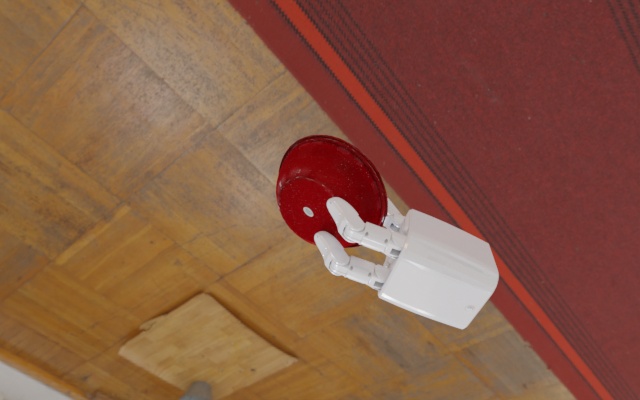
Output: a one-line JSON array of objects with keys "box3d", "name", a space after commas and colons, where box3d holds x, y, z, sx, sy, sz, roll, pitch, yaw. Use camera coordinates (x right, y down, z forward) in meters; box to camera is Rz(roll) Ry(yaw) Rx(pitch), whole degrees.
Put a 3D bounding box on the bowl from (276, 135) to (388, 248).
[{"box3d": [-0.001, 0.002, 0.602, 0.162, 0.162, 0.055, 0, 25, 34], "name": "bowl"}]
